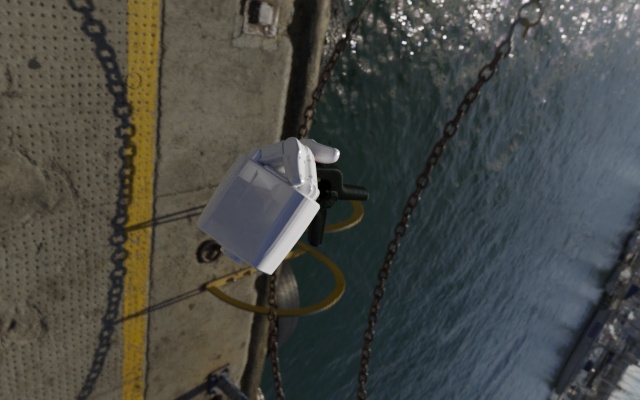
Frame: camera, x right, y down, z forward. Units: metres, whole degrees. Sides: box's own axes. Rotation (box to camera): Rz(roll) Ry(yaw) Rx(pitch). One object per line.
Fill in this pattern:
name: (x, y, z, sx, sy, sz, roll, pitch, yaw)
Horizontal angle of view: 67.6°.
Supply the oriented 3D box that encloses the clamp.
clamp: (0.001, 0.002, 0.681, 0.039, 0.120, 0.171, 35, -2, 36)
